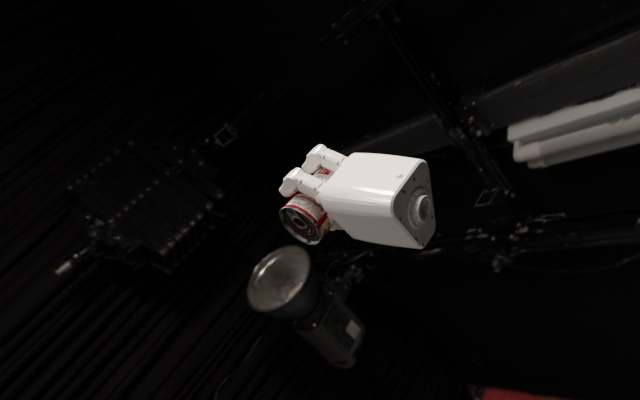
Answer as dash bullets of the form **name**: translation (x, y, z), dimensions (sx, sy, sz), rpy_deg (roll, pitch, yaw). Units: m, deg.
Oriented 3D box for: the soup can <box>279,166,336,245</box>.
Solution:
- **soup can**: translation (0.000, 0.002, 0.662), dimensions (0.068, 0.068, 0.102), rpy_deg (0, 40, 47)
